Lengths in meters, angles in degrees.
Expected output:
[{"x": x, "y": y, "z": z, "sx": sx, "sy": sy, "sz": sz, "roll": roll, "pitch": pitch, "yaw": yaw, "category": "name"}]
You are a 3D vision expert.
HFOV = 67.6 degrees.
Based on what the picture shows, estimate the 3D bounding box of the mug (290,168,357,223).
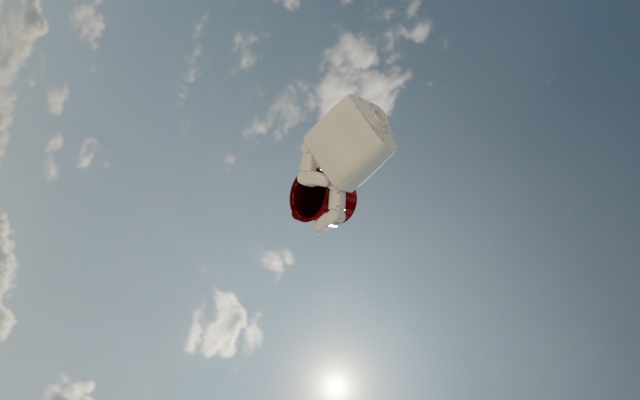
[{"x": -0.001, "y": 0.004, "z": 0.818, "sx": 0.081, "sy": 0.093, "sz": 0.117, "roll": 12, "pitch": -42, "yaw": -43, "category": "mug"}]
